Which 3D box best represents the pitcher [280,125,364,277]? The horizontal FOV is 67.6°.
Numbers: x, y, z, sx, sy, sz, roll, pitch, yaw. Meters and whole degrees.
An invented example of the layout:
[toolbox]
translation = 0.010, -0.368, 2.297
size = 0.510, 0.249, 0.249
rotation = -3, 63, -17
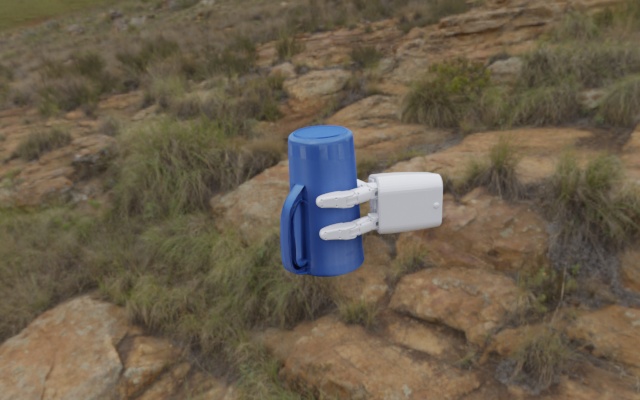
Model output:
[pitcher]
translation = 0.000, 0.003, 0.818
size = 0.145, 0.243, 0.149
rotation = -5, 21, -2
